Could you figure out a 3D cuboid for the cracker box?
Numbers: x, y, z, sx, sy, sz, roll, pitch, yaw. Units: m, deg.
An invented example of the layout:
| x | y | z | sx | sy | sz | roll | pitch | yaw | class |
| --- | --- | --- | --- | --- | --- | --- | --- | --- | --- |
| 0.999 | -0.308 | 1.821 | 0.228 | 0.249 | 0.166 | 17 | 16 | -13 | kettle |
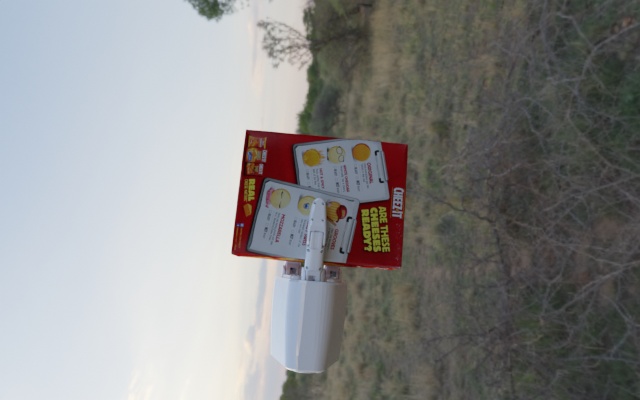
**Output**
| x | y | z | sx | sy | sz | roll | pitch | yaw | class |
| --- | --- | --- | --- | --- | --- | --- | --- | --- | --- |
| 0.000 | 0.002 | 0.633 | 0.214 | 0.164 | 0.072 | 5 | -9 | -1 | cracker box |
